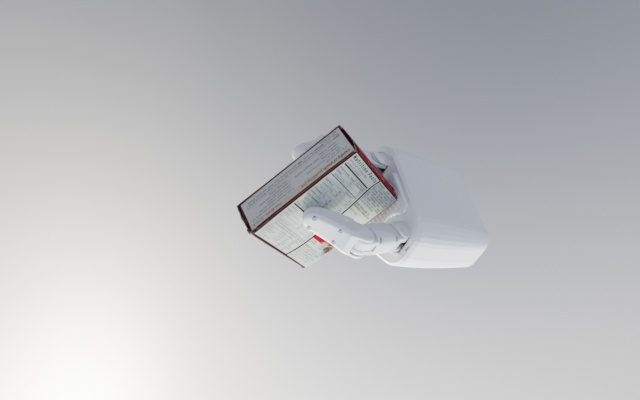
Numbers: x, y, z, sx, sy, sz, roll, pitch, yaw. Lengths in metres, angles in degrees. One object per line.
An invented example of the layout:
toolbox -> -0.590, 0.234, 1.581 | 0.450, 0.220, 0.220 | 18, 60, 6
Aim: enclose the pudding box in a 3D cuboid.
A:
pudding box -> 0.000, 0.001, 0.414 | 0.113, 0.039, 0.090 | -39, -41, 7
